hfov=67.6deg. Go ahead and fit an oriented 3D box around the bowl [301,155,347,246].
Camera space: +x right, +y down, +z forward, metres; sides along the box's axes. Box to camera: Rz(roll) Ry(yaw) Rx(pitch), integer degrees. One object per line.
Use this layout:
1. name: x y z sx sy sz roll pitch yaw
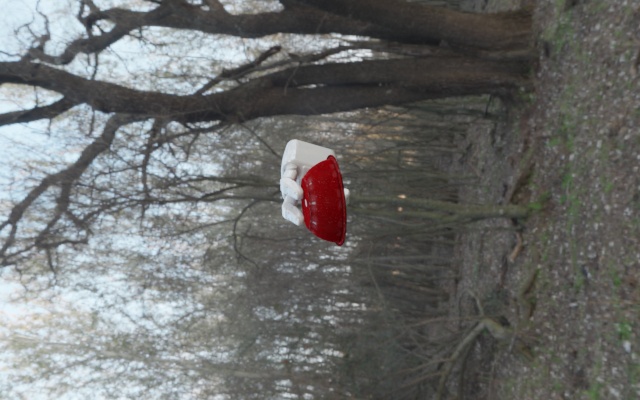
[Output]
1. bowl: 0.000 0.003 0.831 0.055 0.162 0.162 -6 1 -11
